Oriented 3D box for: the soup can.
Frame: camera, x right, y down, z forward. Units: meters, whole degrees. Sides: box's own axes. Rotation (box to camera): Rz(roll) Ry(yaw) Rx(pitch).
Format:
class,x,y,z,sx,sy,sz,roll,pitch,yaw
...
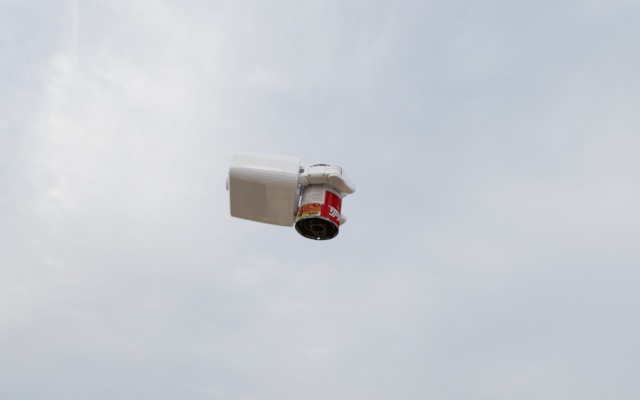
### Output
class,x,y,z,sx,sy,sz,roll,pitch,yaw
soup can,0.001,0.002,0.748,0.068,0.102,0.069,6,-34,4
